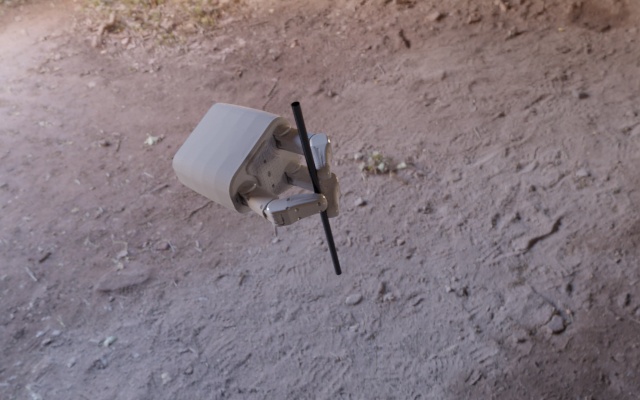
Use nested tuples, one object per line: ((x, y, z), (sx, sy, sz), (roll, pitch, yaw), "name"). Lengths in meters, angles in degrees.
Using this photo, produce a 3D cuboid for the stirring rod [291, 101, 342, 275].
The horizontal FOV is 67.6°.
((0.000, 0.002, 0.498), (0.011, 0.240, 0.011), (-8, 43, 7), "stirring rod")
